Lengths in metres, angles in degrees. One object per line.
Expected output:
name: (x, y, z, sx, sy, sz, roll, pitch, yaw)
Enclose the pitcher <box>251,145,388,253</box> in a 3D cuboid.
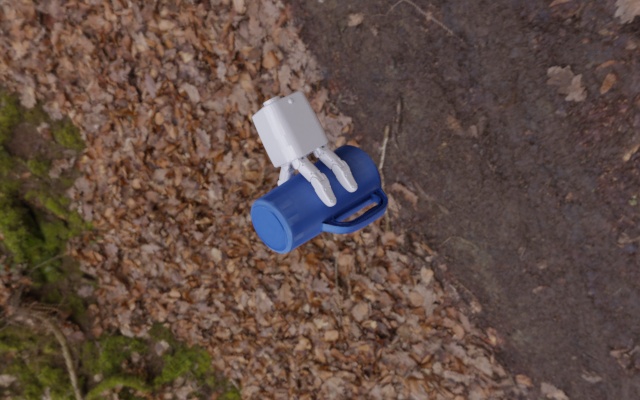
pitcher: (0.000, 0.003, 0.894, 0.242, 0.145, 0.149, -32, 12, -36)
